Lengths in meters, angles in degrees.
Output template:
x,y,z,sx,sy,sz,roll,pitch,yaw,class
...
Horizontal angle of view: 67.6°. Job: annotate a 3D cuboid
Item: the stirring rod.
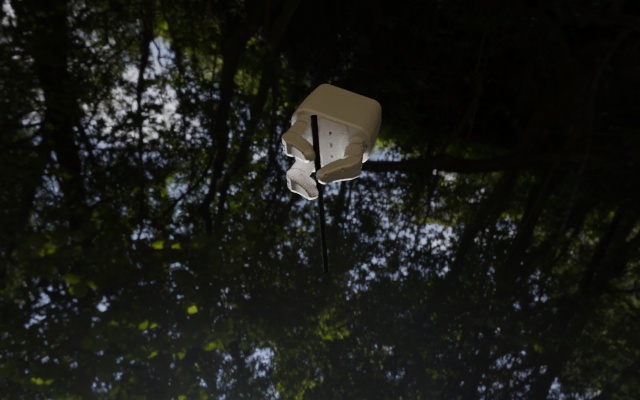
x,y,z,sx,sy,sz,roll,pitch,yaw,class
0.000,0.002,0.617,0.011,0.240,0.011,-3,34,2,stirring rod
